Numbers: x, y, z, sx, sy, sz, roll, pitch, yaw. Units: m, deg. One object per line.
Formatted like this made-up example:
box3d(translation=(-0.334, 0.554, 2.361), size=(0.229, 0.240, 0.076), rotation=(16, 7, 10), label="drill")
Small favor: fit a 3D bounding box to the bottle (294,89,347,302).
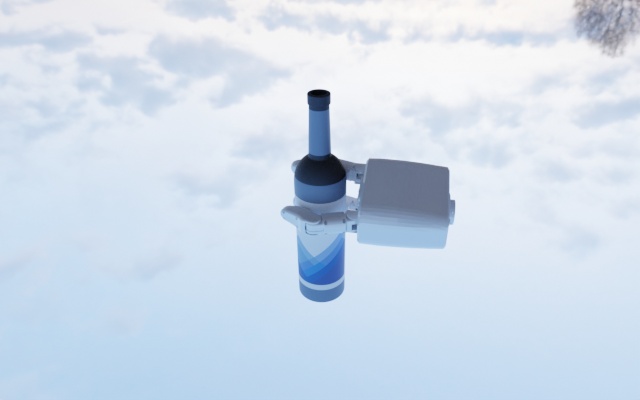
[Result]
box3d(translation=(0.000, 0.002, 0.619), size=(0.069, 0.296, 0.069), rotation=(-1, 33, 0), label="bottle")
